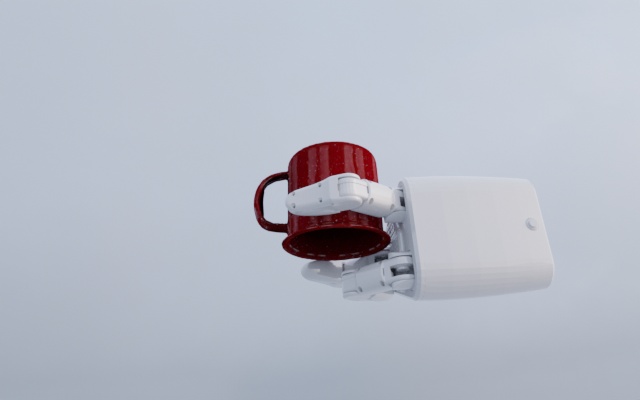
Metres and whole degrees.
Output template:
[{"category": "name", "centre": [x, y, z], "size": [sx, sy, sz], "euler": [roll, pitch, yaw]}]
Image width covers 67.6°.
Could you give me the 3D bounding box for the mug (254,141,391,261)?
[{"category": "mug", "centre": [-0.001, 0.001, 0.422], "size": [0.117, 0.081, 0.093], "euler": [0, -24, -5]}]
